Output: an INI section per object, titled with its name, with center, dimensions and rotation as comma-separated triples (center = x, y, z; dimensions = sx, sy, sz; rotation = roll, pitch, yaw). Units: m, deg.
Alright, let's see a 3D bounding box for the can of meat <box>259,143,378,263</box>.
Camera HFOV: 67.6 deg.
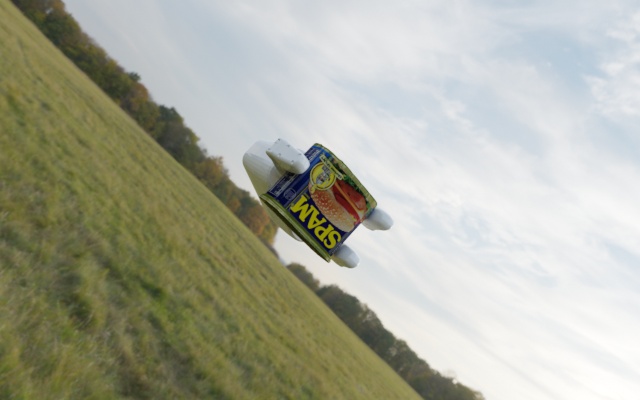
[can of meat]
center = 0.000, 0.001, 0.511
dimensions = 0.102, 0.084, 0.057
rotation = 48, -10, -26
